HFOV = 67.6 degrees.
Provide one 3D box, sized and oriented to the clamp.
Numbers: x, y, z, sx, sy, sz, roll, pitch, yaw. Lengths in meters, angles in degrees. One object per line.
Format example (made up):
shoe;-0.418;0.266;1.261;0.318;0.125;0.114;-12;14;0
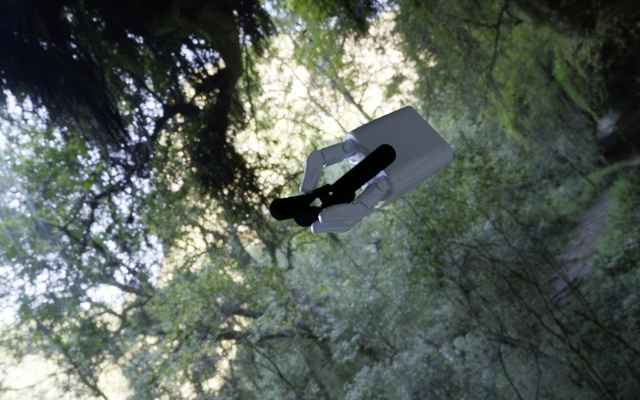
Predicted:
clamp;0.000;0.001;0.633;0.164;0.036;0.210;-25;-11;-17
